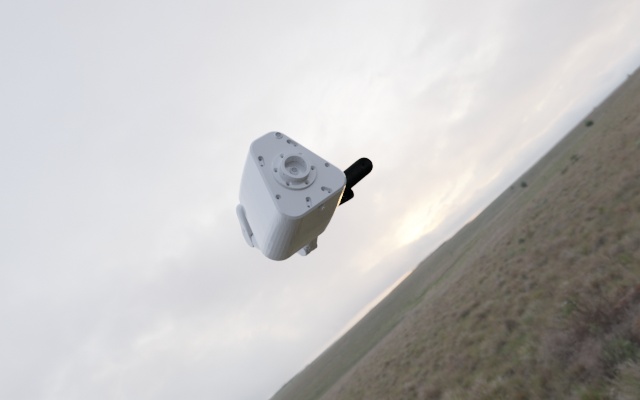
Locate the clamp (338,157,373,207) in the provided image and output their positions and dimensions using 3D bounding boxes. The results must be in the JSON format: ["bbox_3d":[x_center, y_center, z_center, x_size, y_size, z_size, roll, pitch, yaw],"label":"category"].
[{"bbox_3d":[0.000,0.002,0.652,0.171,0.039,0.120,-35,-16,-29],"label":"clamp"}]
